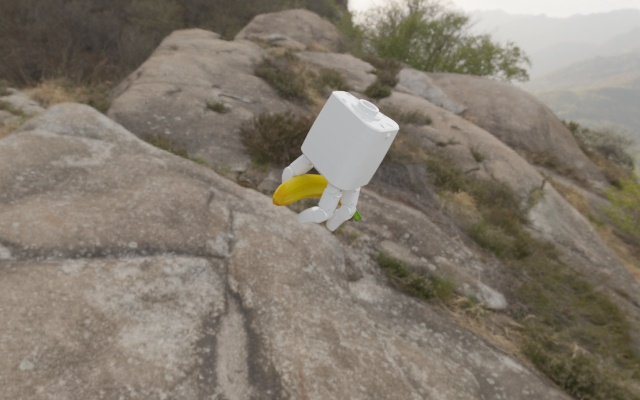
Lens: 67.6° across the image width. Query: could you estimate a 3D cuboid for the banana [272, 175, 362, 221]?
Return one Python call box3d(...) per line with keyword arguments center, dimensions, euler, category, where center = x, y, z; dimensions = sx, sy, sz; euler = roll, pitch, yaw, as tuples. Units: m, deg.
box3d(center=(-0.003, -0.012, 0.786), dimensions=(0.198, 0.069, 0.037), euler=(11, -43, -42), category="banana")
